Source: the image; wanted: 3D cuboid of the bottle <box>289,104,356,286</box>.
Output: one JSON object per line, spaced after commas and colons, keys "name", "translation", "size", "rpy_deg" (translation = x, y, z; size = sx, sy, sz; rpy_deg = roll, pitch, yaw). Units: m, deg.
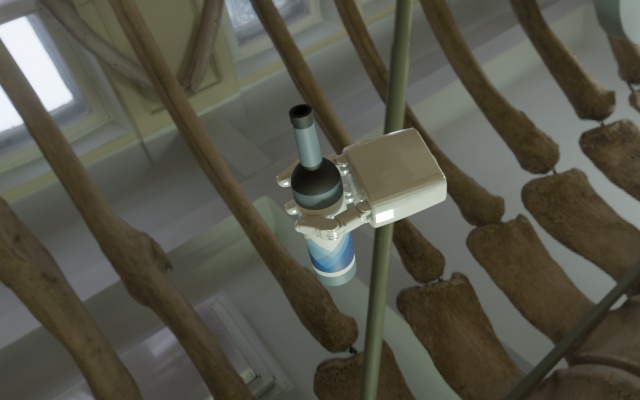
{"name": "bottle", "translation": [0.000, 0.002, 0.643], "size": [0.069, 0.296, 0.069], "rpy_deg": [-6, 44, 6]}
